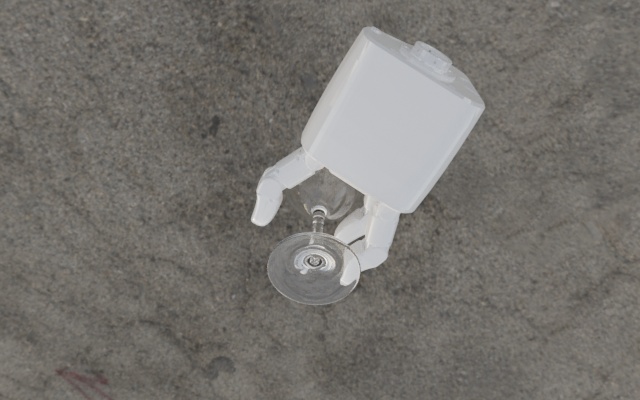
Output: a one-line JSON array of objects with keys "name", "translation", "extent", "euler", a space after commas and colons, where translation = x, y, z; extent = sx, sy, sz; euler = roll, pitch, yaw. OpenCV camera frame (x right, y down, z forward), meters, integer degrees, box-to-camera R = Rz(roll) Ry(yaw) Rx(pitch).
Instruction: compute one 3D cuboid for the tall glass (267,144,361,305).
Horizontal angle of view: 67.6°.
[{"name": "tall glass", "translation": [0.000, 0.002, 0.459], "extent": [0.079, 0.079, 0.201], "euler": [0, 33, 3]}]
